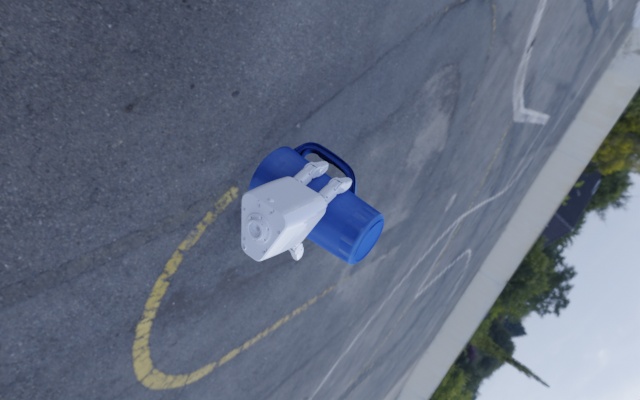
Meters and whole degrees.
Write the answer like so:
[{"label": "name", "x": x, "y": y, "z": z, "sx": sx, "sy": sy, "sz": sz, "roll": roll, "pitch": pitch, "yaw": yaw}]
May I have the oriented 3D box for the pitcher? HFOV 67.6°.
[{"label": "pitcher", "x": 0.000, "y": 0.003, "z": 0.893, "sx": 0.242, "sy": 0.149, "sz": 0.145, "roll": 33, "pitch": 29, "yaw": 22}]
